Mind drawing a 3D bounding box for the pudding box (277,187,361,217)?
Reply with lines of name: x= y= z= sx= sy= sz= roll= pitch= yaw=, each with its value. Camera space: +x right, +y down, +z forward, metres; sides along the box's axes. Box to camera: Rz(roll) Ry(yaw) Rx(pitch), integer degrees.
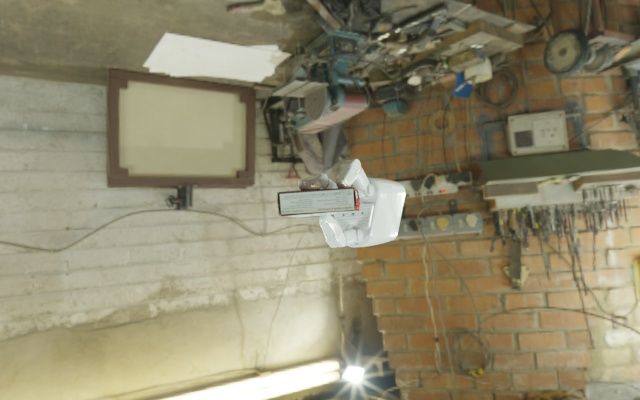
pudding box: x=0.000 y=0.002 z=0.706 sx=0.113 sy=0.039 sz=0.090 roll=-6 pitch=-3 yaw=7
